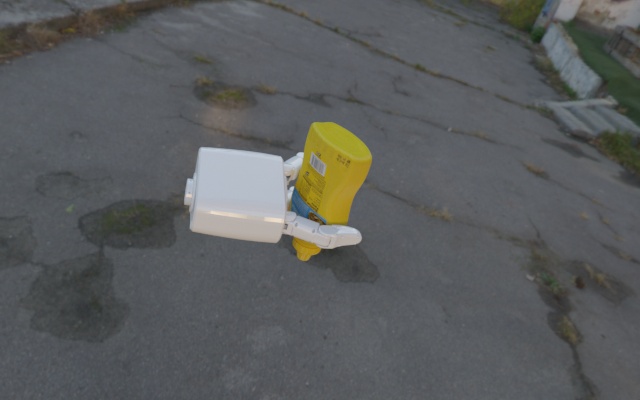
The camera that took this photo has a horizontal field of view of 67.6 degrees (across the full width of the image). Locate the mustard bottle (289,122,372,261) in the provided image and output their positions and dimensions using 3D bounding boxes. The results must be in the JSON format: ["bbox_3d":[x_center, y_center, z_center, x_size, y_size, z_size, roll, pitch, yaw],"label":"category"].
[{"bbox_3d":[0.000,0.002,0.624,0.058,0.192,0.096,-9,40,-38],"label":"mustard bottle"}]
